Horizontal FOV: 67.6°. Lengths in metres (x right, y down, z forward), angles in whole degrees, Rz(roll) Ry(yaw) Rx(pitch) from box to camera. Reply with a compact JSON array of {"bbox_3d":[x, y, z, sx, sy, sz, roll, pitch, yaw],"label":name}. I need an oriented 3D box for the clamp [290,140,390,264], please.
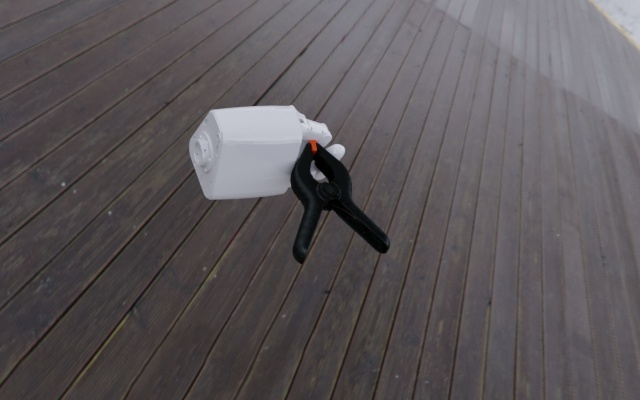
[{"bbox_3d":[0.000,0.001,0.580,0.120,0.171,0.039,-9,-33,-32],"label":"clamp"}]
